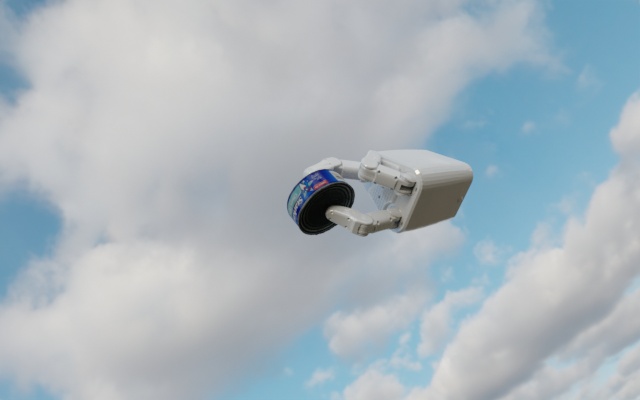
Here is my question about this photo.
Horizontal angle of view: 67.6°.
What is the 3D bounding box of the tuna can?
[{"bbox_3d":[0.000,0.002,0.616,0.086,0.086,0.033,0,38,-43],"label":"tuna can"}]
